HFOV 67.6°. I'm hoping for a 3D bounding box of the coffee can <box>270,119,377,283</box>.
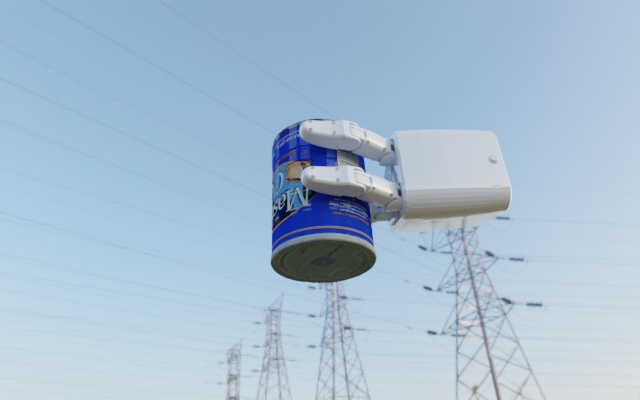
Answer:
[{"bbox_3d":[0.000,0.002,0.497,0.103,0.140,0.103,-2,-31,-1],"label":"coffee can"}]
